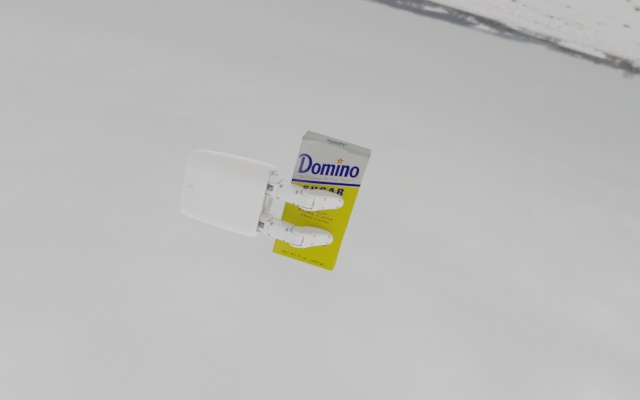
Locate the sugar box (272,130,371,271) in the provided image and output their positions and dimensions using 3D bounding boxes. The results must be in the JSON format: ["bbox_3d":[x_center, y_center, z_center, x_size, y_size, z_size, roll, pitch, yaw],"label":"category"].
[{"bbox_3d":[0.000,0.002,0.657,0.093,0.176,0.048,17,24,2],"label":"sugar box"}]
